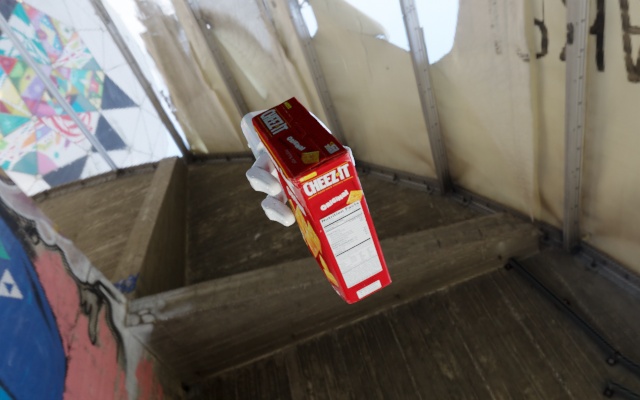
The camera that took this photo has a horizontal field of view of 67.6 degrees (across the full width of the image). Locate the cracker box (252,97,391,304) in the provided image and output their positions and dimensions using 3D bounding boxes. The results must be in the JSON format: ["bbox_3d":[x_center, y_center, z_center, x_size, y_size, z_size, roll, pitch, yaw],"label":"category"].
[{"bbox_3d":[0.000,0.002,0.596,0.072,0.214,0.164,-28,39,-7],"label":"cracker box"}]
